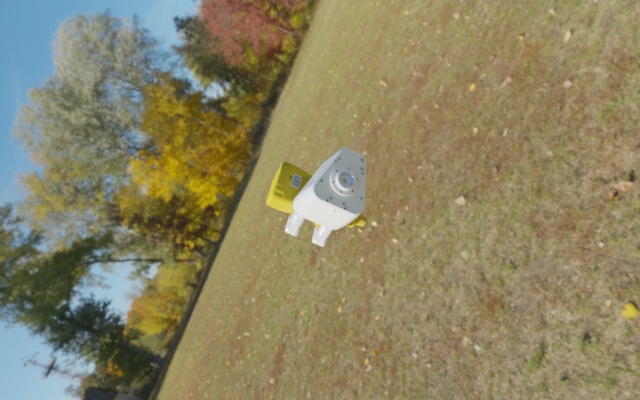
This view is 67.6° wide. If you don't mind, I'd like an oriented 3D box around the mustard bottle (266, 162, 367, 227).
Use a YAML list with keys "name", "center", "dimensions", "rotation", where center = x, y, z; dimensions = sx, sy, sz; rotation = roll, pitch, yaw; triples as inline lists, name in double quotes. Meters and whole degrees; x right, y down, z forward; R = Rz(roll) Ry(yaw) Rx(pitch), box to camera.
- name: "mustard bottle"
  center: [0.000, 0.003, 0.897]
  dimensions: [0.191, 0.096, 0.058]
  rotation: [24, -45, -11]
